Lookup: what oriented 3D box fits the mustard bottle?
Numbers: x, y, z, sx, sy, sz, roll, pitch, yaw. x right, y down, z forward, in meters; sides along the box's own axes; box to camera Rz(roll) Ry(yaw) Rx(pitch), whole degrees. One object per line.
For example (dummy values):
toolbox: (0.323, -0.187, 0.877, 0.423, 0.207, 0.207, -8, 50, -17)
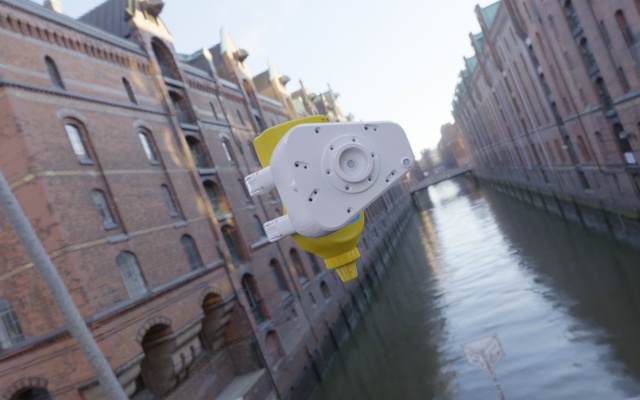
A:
mustard bottle: (0.000, 0.002, 0.552, 0.096, 0.191, 0.058, -21, -2, -36)
